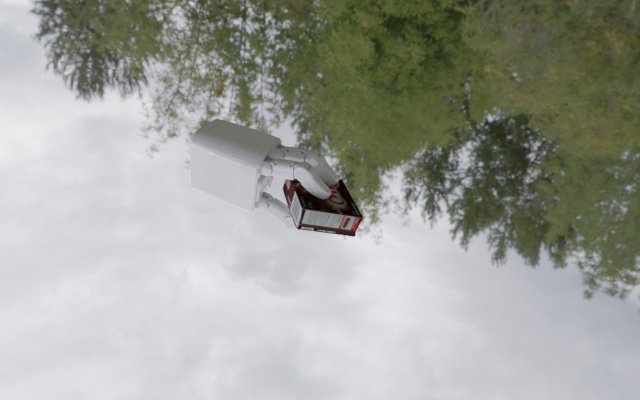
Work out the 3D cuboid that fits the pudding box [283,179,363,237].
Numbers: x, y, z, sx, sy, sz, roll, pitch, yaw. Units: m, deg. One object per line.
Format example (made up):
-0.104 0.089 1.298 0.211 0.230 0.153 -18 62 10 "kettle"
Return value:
0.000 0.002 0.682 0.090 0.039 0.113 8 31 -20 "pudding box"
